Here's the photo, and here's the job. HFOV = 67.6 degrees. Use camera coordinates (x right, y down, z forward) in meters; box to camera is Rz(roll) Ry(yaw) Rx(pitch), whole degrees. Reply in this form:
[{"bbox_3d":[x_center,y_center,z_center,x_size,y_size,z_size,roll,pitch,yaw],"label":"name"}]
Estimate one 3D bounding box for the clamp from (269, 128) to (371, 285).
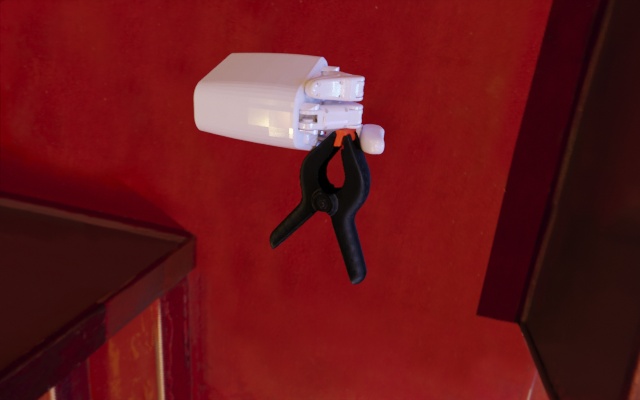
[{"bbox_3d":[0.000,0.002,0.519,0.120,0.171,0.039,10,19,17],"label":"clamp"}]
